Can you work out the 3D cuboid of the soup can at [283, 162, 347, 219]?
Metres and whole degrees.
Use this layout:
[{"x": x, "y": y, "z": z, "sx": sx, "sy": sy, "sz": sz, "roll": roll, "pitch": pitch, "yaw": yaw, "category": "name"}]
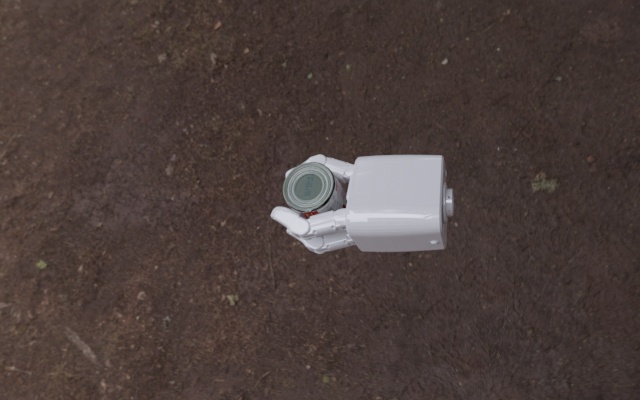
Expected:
[{"x": 0.000, "y": 0.002, "z": 0.615, "sx": 0.068, "sy": 0.068, "sz": 0.102, "roll": 0, "pitch": -23, "yaw": 19, "category": "soup can"}]
